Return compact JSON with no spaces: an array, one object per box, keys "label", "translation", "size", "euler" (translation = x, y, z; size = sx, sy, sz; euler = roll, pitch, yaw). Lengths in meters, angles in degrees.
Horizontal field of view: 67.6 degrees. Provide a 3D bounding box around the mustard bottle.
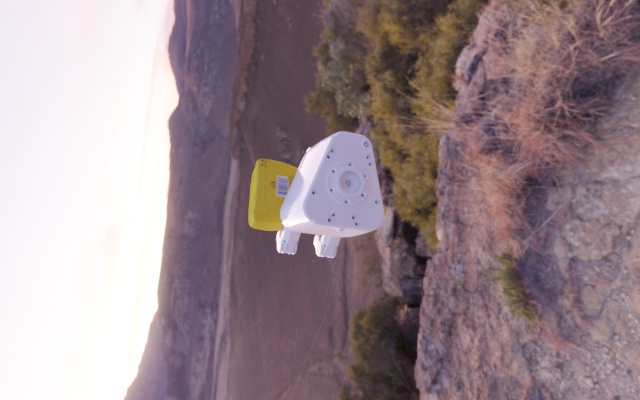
[{"label":"mustard bottle","translation":[0.000,0.002,0.662],"size":[0.191,0.096,0.058],"euler":[8,-32,-15]}]
